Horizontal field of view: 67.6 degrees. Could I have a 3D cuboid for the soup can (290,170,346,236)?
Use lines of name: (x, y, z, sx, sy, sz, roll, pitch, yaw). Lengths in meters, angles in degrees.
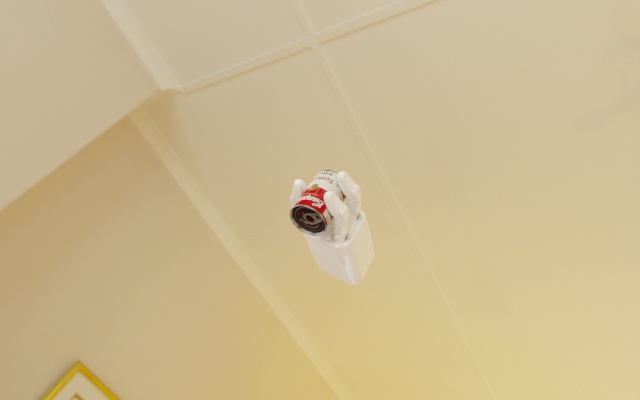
soup can: (0.000, 0.002, 0.830, 0.068, 0.068, 0.102, 0, 39, 34)
